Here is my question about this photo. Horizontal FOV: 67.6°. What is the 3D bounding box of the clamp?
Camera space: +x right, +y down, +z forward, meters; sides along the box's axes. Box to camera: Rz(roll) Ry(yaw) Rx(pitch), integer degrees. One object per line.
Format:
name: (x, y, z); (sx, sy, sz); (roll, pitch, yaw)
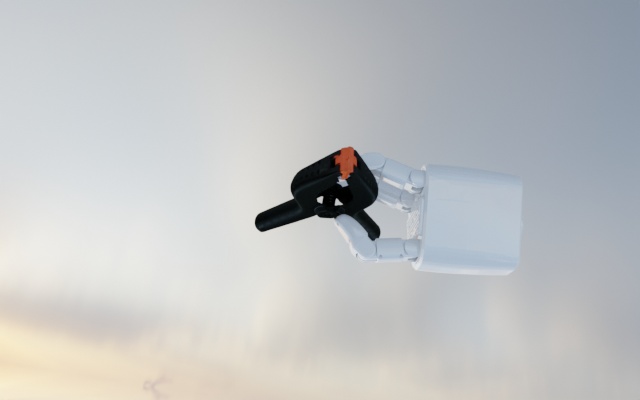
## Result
clamp: (0.000, 0.002, 0.544); (0.164, 0.036, 0.210); (2, -24, -1)
